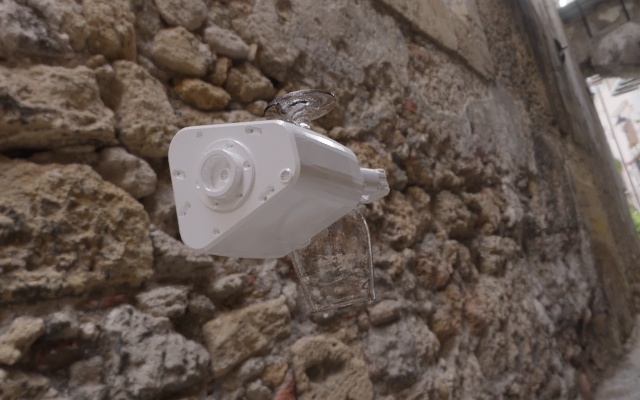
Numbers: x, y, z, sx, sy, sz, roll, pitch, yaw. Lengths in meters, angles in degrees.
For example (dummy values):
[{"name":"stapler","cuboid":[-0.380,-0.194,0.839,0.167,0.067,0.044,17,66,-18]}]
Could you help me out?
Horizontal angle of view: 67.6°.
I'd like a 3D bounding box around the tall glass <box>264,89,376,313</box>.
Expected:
[{"name":"tall glass","cuboid":[0.000,0.001,0.457,0.079,0.201,0.079,-12,-12,-3]}]
